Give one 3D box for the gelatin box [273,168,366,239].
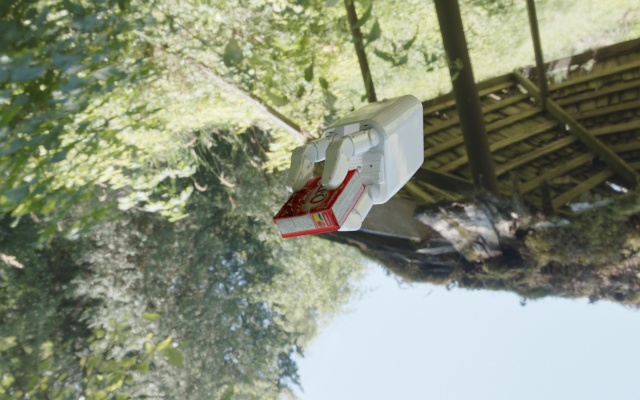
[{"bbox_3d":[0.000,0.002,0.524,0.073,0.030,0.089,-11,26,31],"label":"gelatin box"}]
